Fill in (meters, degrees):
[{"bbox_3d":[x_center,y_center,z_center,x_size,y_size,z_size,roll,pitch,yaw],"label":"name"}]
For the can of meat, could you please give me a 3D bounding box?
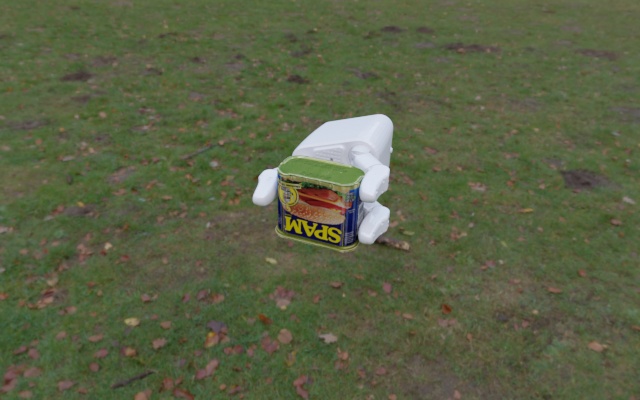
[{"bbox_3d":[0.000,0.001,0.541,0.102,0.084,0.057,13,32,18],"label":"can of meat"}]
